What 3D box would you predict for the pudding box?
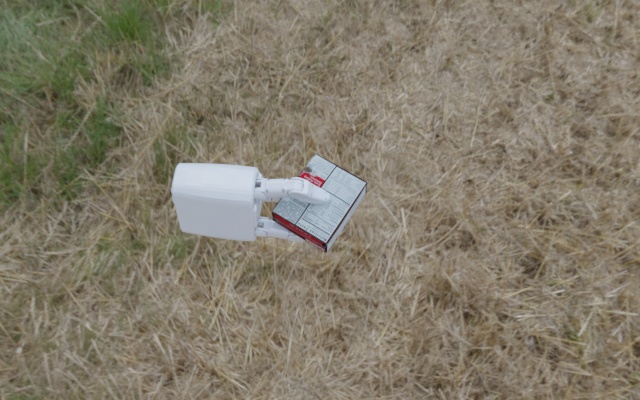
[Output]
[{"bbox_3d":[0.000,0.002,0.659,0.090,0.113,0.039,31,-20,11],"label":"pudding box"}]
